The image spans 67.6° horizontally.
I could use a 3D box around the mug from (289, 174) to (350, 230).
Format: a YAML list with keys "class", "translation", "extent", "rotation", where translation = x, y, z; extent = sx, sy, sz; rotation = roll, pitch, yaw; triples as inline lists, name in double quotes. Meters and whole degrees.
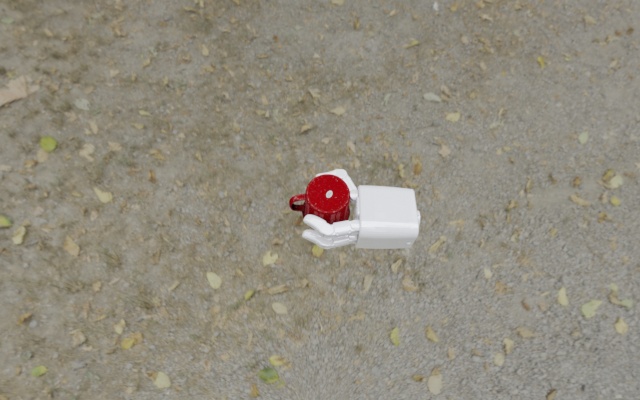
- class: "mug"
  translation: [-0.001, 0.003, 0.887]
  extent: [0.117, 0.093, 0.081]
  rotation: [1, -25, -2]
